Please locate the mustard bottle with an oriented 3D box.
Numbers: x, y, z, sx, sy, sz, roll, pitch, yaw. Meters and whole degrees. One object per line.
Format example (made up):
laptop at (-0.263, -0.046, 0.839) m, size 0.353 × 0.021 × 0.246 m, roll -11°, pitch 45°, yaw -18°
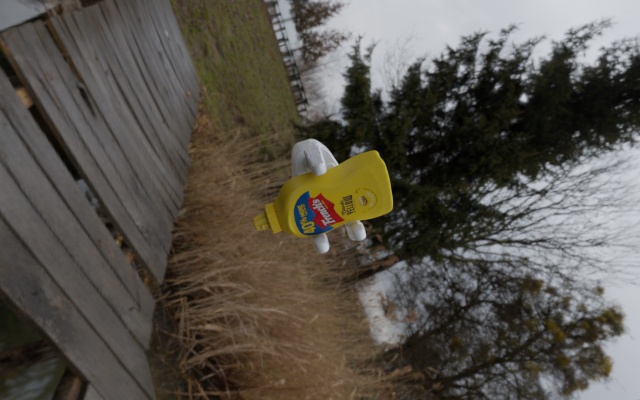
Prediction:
mustard bottle at (0.000, 0.002, 0.659) m, size 0.191 × 0.096 × 0.058 m, roll -18°, pitch 41°, yaw -3°
